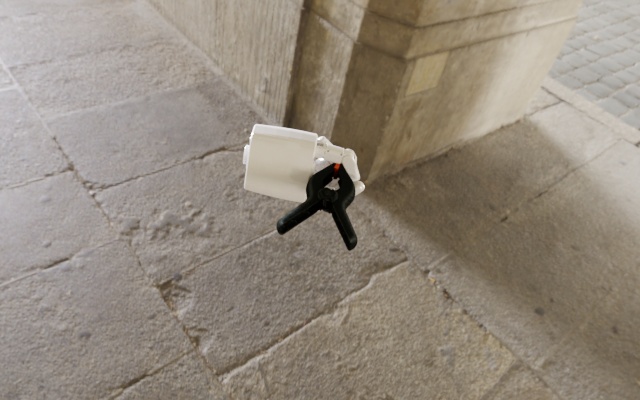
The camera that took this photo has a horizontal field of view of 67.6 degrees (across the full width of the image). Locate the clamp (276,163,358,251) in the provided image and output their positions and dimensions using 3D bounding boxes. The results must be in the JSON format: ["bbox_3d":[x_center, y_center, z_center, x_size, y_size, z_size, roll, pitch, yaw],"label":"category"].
[{"bbox_3d":[0.000,0.002,0.743,0.120,0.039,0.171,11,44,-4],"label":"clamp"}]
